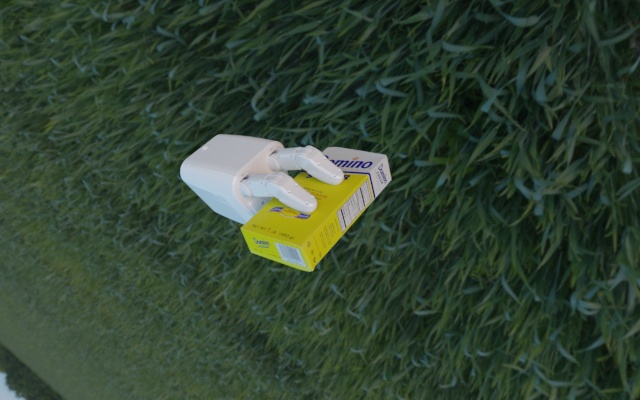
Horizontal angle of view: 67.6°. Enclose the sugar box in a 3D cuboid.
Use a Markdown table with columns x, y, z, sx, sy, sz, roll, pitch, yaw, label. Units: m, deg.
| x | y | z | sx | sy | sz | roll | pitch | yaw | label |
| --- | --- | --- | --- | --- | --- | --- | --- | --- | --- |
| 0.000 | 0.001 | 0.564 | 0.093 | 0.048 | 0.176 | 13 | 47 | 36 | sugar box |
